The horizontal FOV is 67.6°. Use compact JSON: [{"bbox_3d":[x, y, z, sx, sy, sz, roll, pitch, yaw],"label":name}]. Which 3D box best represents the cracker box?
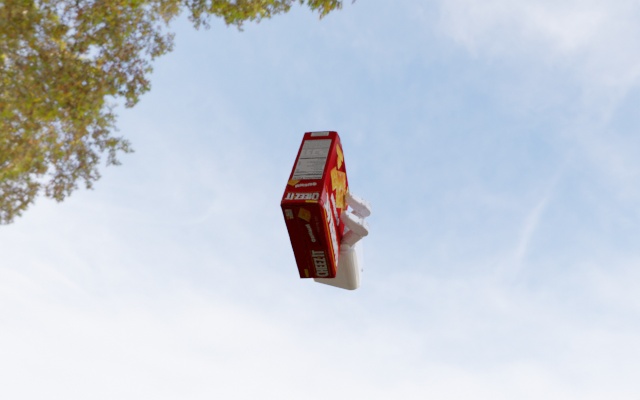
[{"bbox_3d":[0.000,0.003,0.827,0.072,0.164,0.213,-2,38,13],"label":"cracker box"}]
